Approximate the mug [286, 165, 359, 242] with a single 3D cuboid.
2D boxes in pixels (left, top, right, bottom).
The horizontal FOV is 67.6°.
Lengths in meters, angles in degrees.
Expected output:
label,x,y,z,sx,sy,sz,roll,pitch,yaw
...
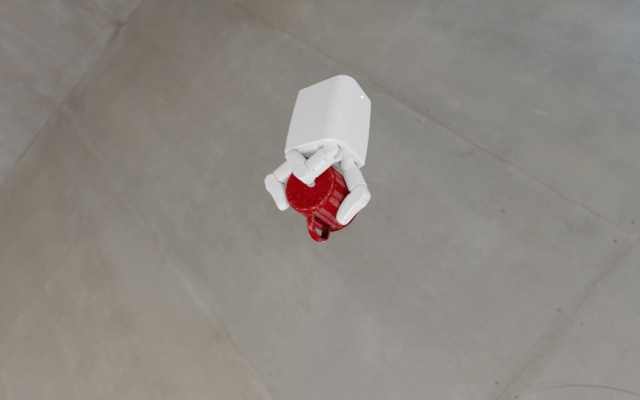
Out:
label,x,y,z,sx,sy,sz,roll,pitch,yaw
mug,0.000,0.004,0.699,0.093,0.117,0.081,-2,-21,29
